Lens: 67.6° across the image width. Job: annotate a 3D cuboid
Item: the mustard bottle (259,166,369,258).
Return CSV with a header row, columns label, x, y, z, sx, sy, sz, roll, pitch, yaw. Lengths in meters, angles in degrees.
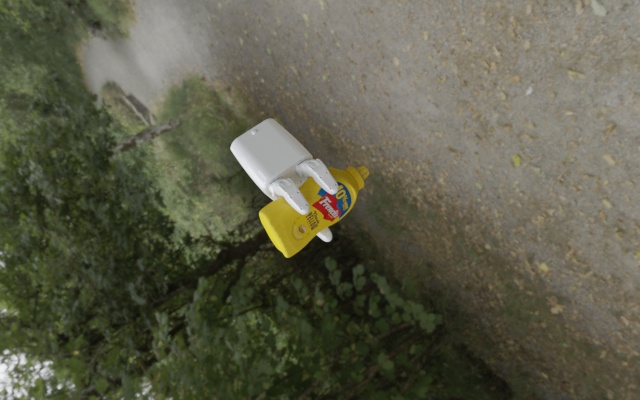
label,x,y,z,sx,sy,sz,roll,pitch,yaw
mustard bottle,0.000,0.003,0.766,0.191,0.096,0.058,-36,41,-15
